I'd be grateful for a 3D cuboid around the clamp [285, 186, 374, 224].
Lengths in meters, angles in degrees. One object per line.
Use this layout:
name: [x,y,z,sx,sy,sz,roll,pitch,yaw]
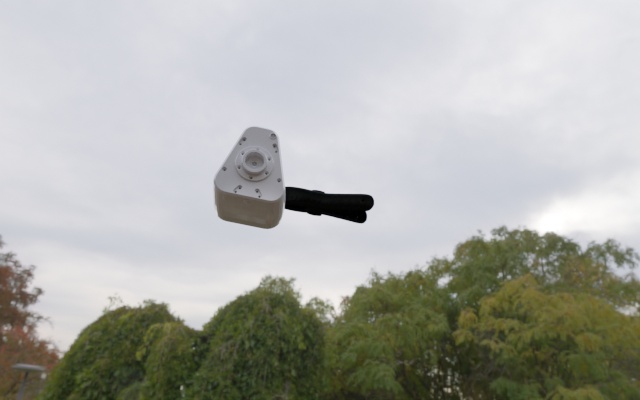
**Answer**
clamp: [0.000,0.002,0.722,0.171,0.039,0.120,8,-19,-7]
